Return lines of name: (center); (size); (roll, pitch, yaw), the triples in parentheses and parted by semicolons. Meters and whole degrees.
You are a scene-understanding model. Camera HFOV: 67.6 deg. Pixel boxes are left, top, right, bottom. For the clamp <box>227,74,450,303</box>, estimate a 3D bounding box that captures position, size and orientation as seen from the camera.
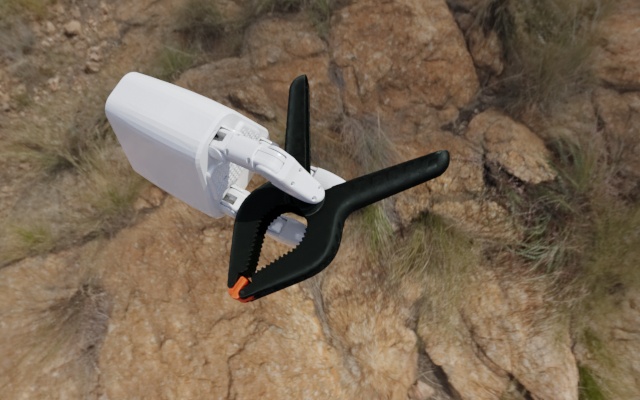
clamp: (-0.001, 0.001, 0.407); (0.164, 0.210, 0.036); (25, -14, 18)
